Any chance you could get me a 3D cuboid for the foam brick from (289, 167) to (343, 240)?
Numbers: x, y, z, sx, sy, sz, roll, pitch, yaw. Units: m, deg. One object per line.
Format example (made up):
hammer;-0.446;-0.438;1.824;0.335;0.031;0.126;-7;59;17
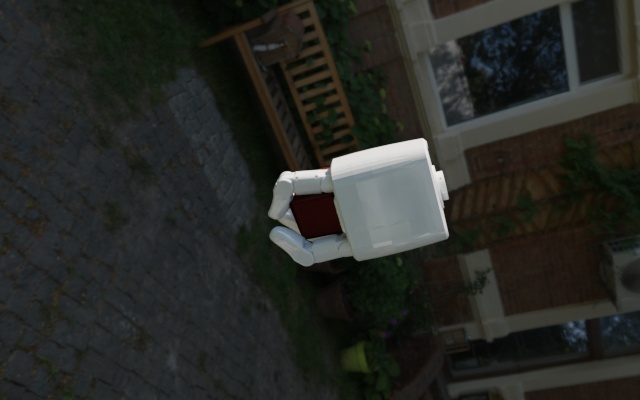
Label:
foam brick;0.000;0.002;0.572;0.051;0.053;0.078;-13;29;14
